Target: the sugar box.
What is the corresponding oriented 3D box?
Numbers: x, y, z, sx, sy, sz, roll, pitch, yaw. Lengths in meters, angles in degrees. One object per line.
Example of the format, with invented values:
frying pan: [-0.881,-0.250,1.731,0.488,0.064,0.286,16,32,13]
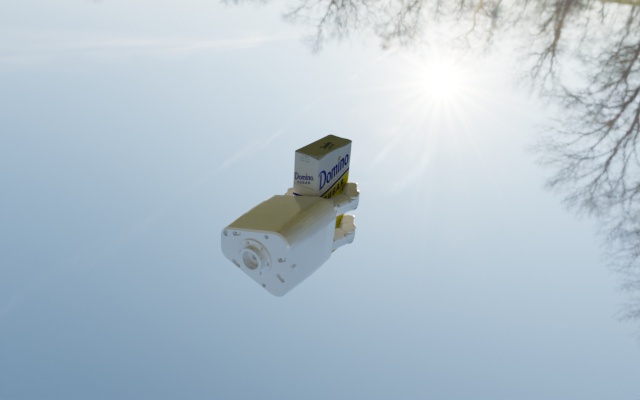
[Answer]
sugar box: [0.000,0.003,0.686,0.048,0.176,0.093,21,32,25]
